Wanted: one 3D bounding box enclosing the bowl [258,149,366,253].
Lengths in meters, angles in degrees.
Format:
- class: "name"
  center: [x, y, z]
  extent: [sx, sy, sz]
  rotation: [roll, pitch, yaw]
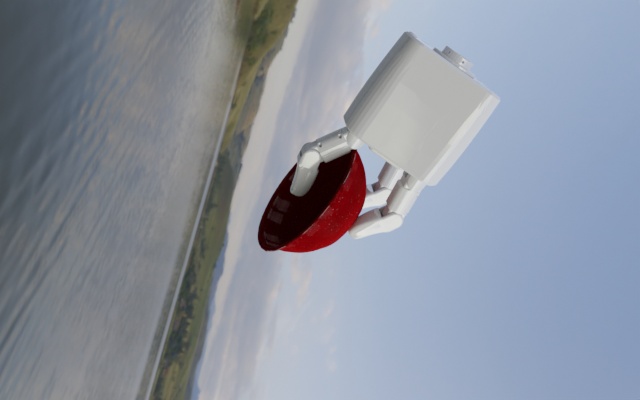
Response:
- class: "bowl"
  center: [-0.001, 0.003, 0.542]
  extent: [0.055, 0.162, 0.162]
  rotation: [38, -18, -23]
